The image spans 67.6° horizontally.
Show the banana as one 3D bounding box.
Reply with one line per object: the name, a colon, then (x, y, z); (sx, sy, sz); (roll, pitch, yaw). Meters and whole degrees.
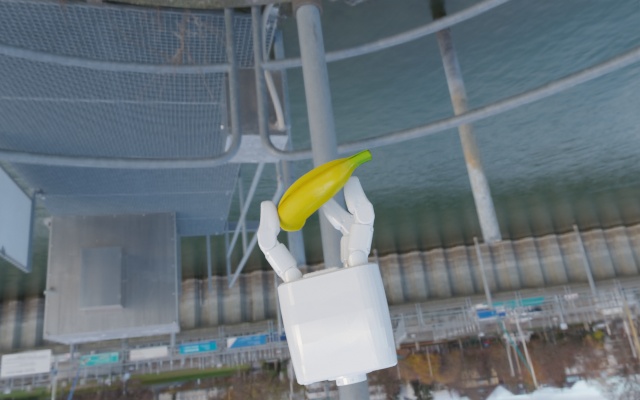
banana: (-0.014, 0.003, 0.548); (0.069, 0.037, 0.198); (-8, -18, -30)
